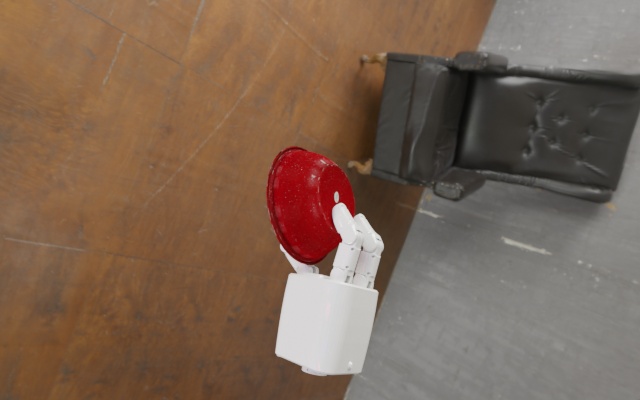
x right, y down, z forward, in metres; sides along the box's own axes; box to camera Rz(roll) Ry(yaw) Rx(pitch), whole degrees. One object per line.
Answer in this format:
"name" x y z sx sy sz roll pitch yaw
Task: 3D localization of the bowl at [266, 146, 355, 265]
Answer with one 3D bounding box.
"bowl" 0.000 0.001 0.631 0.055 0.162 0.162 -11 -6 32
